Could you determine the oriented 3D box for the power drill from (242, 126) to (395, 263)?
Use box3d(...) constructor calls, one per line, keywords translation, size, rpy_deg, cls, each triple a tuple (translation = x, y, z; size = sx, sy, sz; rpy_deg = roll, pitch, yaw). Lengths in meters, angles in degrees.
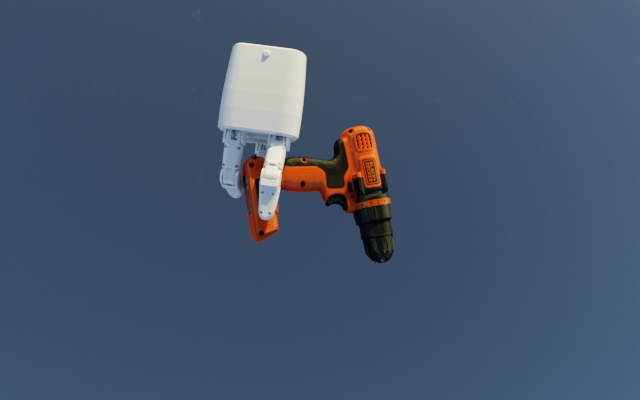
box3d(translation=(0.000, 0.002, 0.618), size=(0.187, 0.184, 0.057), rpy_deg=(-9, -8, -17), cls="power drill")
